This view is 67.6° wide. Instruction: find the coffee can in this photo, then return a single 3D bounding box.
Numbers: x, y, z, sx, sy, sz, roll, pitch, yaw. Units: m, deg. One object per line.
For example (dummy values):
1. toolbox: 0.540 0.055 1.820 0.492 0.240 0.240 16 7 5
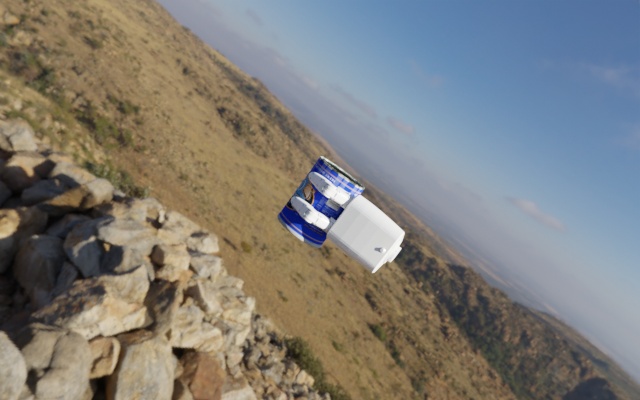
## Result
1. coffee can: 0.000 0.003 0.897 0.103 0.140 0.103 35 9 -7
